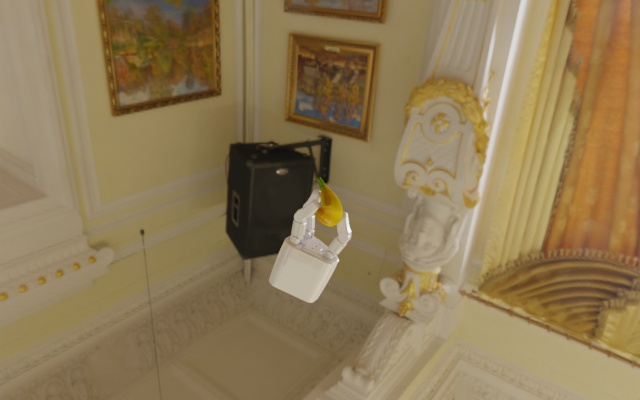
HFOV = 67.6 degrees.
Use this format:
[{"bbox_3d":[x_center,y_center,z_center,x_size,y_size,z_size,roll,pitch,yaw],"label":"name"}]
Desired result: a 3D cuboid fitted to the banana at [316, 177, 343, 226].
[{"bbox_3d":[0.014,0.014,0.904,0.069,0.037,0.197,41,12,-14],"label":"banana"}]
